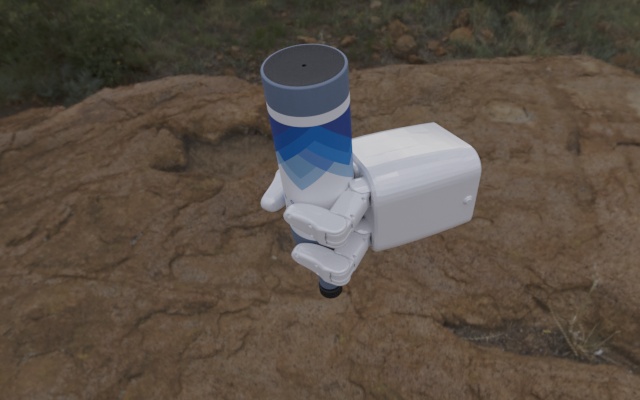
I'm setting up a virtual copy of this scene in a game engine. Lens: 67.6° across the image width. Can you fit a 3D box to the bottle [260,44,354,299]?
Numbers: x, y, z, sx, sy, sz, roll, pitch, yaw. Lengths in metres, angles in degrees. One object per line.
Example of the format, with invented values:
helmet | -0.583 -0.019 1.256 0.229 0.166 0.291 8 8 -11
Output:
bottle | 0.000 0.001 0.462 0.069 0.069 0.296 -3 -45 3
